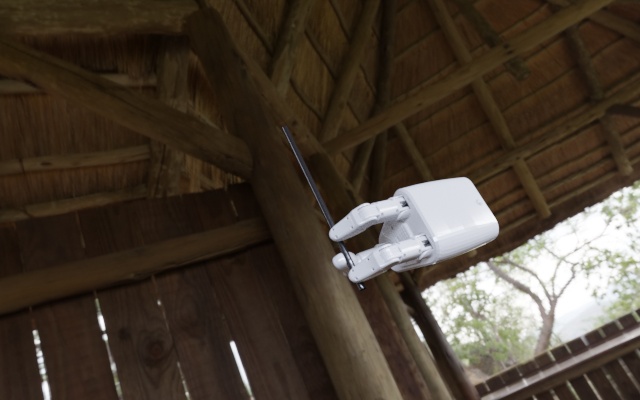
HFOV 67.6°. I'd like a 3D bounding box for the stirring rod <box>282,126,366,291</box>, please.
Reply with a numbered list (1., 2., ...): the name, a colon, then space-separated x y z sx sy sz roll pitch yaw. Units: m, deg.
1. stirring rod: 0.000 0.002 0.590 0.011 0.239 0.011 -21 -24 -10
